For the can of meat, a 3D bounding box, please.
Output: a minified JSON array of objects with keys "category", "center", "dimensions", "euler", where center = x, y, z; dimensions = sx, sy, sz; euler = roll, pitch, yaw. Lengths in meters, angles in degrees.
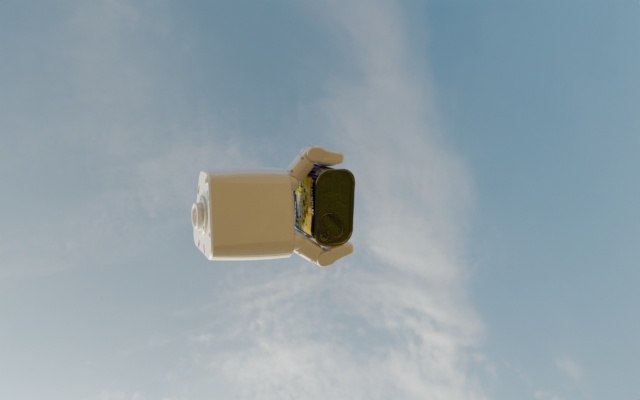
[{"category":"can of meat","center":[0.000,0.002,0.653],"dimensions":[0.057,0.102,0.084],"euler":[-5,13,-28]}]
